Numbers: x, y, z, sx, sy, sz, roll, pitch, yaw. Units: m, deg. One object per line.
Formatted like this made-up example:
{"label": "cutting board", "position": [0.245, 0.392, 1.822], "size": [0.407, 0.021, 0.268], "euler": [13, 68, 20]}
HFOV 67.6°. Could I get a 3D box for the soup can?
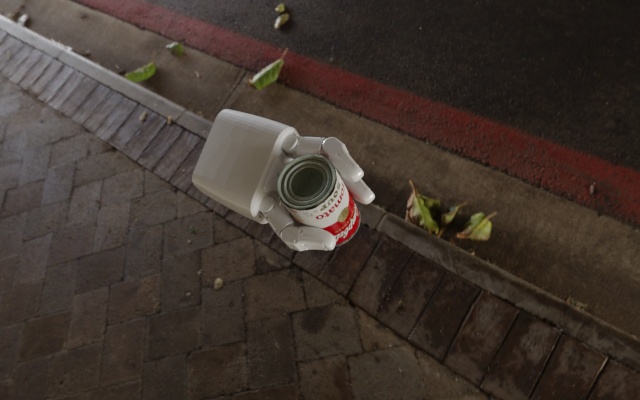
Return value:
{"label": "soup can", "position": [0.000, 0.002, 0.534], "size": [0.068, 0.068, 0.102], "euler": [0, -27, 20]}
